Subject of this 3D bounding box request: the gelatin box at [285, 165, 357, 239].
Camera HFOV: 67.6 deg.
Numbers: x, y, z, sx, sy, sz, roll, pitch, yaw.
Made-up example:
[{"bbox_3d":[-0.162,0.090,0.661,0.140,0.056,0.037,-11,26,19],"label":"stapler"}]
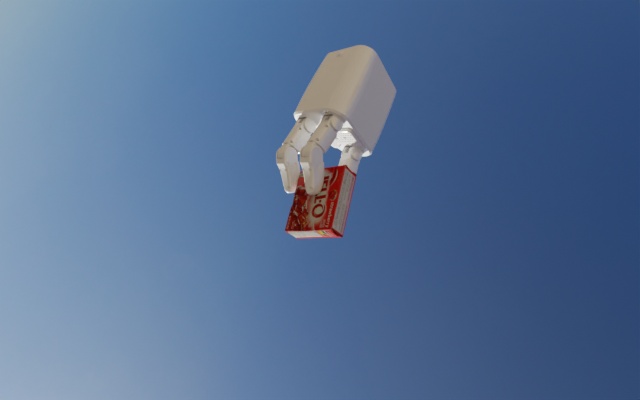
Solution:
[{"bbox_3d":[0.000,0.002,0.597,0.073,0.089,0.030,-4,-28,37],"label":"gelatin box"}]
